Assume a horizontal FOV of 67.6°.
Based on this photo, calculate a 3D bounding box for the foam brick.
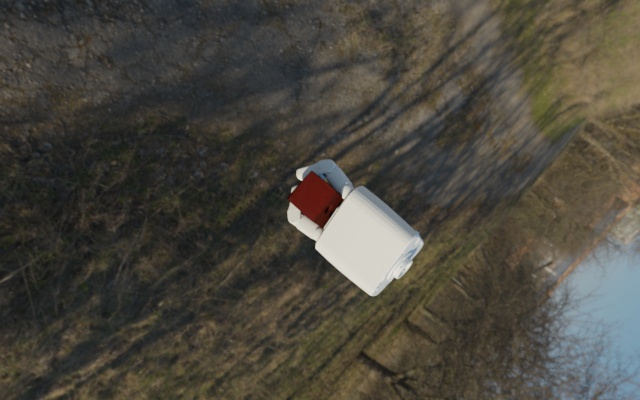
[{"bbox_3d":[0.000,0.002,0.668,0.051,0.053,0.078,41,2,23],"label":"foam brick"}]
